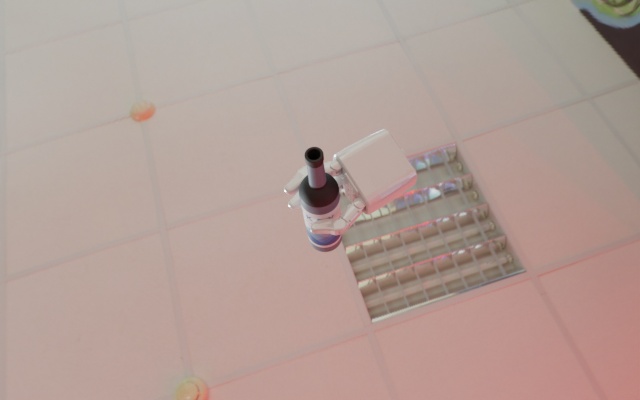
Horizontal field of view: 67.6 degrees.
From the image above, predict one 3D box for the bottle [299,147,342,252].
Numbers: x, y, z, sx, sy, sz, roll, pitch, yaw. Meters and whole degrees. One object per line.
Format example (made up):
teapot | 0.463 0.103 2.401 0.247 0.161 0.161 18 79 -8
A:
bottle | 0.000 0.003 0.808 0.069 0.069 0.296 0 -28 4
